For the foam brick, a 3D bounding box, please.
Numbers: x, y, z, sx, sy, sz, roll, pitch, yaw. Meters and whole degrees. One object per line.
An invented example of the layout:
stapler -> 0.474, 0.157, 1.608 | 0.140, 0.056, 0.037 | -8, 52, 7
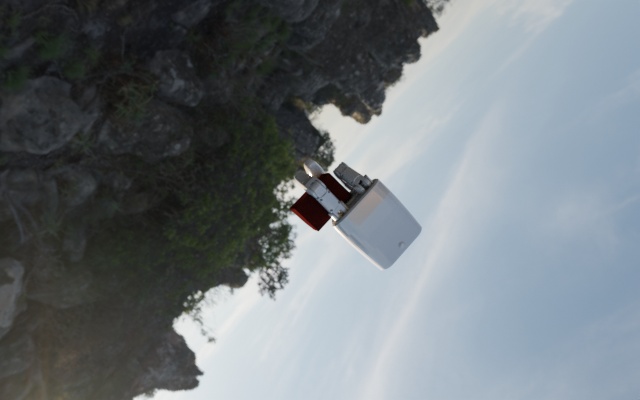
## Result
foam brick -> 0.000, 0.003, 0.730 | 0.051, 0.078, 0.053 | 44, -7, -9
